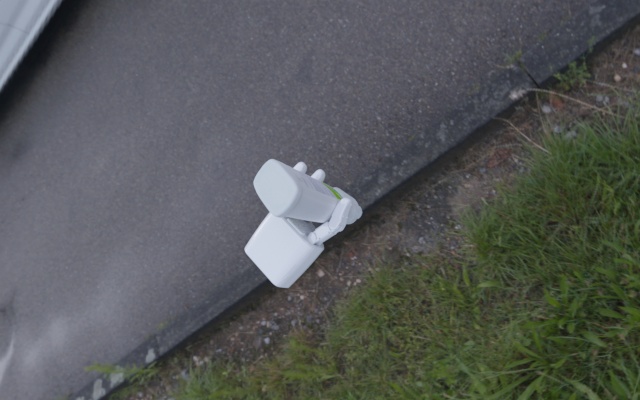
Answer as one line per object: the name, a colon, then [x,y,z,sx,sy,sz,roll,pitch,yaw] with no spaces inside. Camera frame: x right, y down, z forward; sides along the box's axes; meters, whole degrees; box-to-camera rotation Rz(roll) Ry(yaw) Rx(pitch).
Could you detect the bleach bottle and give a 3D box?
bleach bottle: [0.000,0.003,0.851,0.251,0.068,0.102,19,25,-50]
